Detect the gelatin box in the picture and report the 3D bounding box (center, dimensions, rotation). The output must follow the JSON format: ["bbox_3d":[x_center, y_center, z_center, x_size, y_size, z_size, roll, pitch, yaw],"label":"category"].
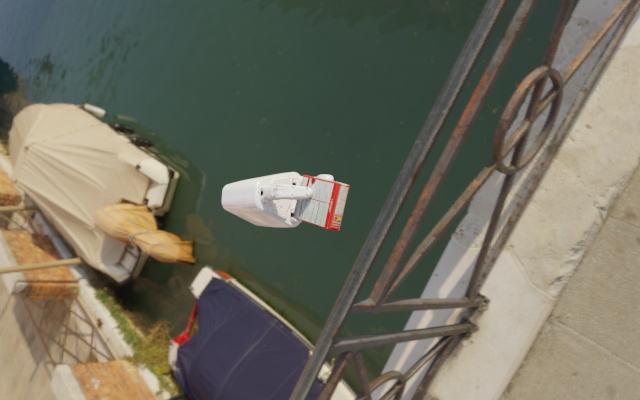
[{"bbox_3d":[0.000,0.002,0.759,0.030,0.073,0.089,11,2,-42],"label":"gelatin box"}]
